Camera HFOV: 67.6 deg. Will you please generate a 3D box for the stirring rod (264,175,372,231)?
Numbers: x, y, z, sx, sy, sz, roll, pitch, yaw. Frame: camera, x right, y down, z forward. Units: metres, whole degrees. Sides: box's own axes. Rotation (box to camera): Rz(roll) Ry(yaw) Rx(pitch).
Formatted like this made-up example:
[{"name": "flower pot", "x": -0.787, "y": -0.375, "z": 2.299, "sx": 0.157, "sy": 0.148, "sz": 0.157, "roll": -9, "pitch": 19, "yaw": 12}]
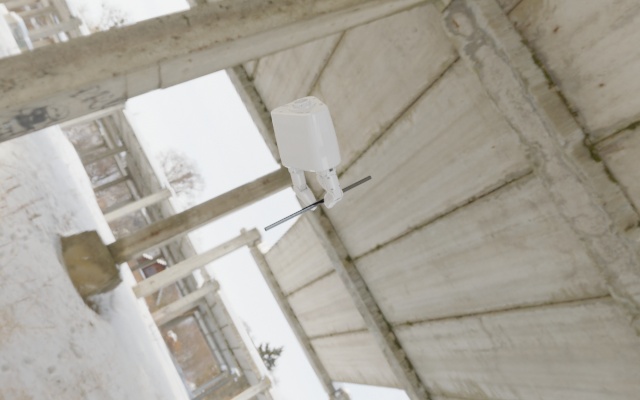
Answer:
[{"name": "stirring rod", "x": 0.000, "y": 0.003, "z": 0.897, "sx": 0.239, "sy": 0.011, "sz": 0.011, "roll": -26, "pitch": 11, "yaw": -24}]
